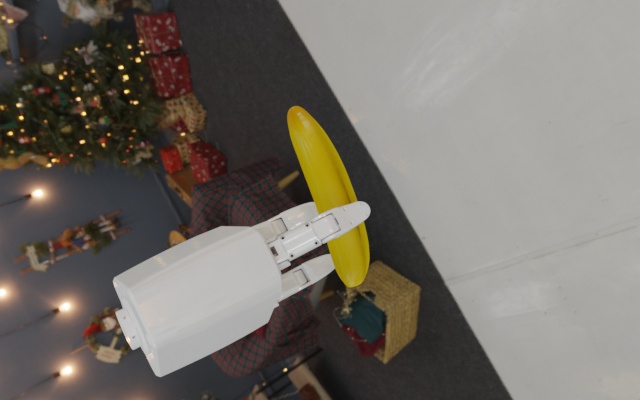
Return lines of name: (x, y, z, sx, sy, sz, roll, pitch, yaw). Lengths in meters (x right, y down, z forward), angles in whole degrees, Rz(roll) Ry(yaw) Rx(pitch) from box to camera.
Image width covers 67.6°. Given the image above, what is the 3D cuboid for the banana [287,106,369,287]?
banana: (0.010, 0.007, 0.454, 0.037, 0.198, 0.069, -24, 18, -25)
